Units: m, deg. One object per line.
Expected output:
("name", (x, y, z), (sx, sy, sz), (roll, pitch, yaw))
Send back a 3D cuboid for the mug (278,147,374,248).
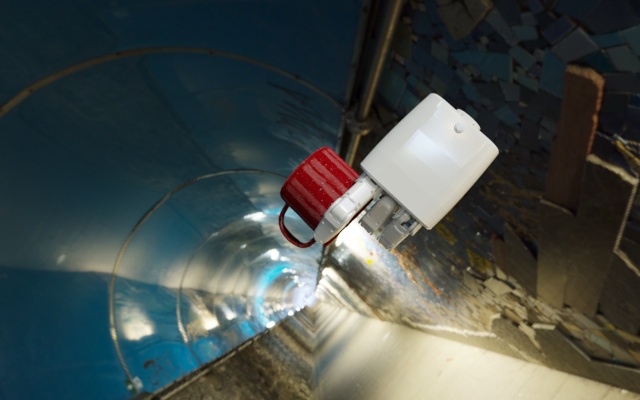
("mug", (-0.001, 0.003, 0.551), (0.081, 0.117, 0.093), (44, 8, 7))
